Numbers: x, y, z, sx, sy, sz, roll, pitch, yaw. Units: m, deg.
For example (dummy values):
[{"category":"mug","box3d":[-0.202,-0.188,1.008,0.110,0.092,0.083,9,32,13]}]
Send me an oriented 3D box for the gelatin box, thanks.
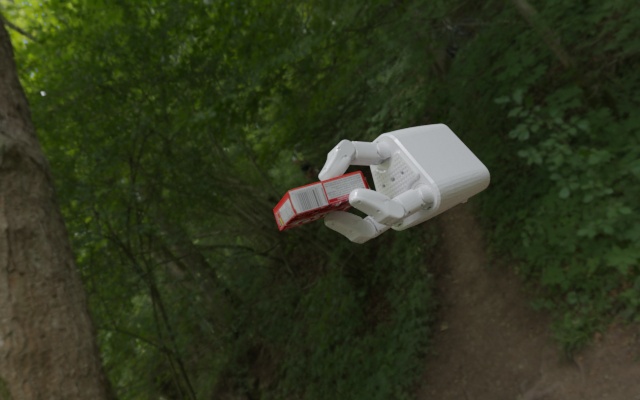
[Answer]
[{"category":"gelatin box","box3d":[0.000,0.001,0.522,0.089,0.030,0.073,-16,-10,-22]}]
